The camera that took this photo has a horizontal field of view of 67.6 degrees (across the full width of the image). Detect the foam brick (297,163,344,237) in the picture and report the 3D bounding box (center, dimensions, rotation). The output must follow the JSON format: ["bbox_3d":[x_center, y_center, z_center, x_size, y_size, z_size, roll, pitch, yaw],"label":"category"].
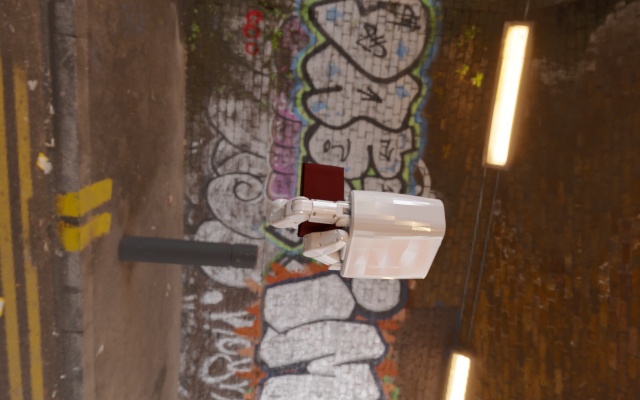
[{"bbox_3d":[0.000,0.002,0.577,0.051,0.078,0.053,4,-26,-4],"label":"foam brick"}]
